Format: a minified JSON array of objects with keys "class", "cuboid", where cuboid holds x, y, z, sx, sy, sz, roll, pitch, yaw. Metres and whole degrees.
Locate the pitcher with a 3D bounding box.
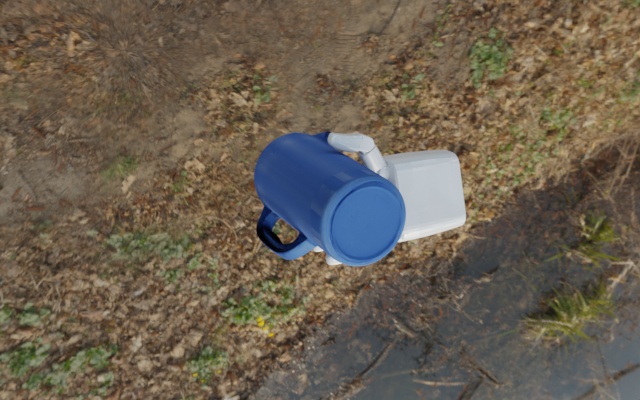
[{"class":"pitcher","cuboid":[0.000,0.002,0.632,0.145,0.149,0.242,-10,20,-20]}]
